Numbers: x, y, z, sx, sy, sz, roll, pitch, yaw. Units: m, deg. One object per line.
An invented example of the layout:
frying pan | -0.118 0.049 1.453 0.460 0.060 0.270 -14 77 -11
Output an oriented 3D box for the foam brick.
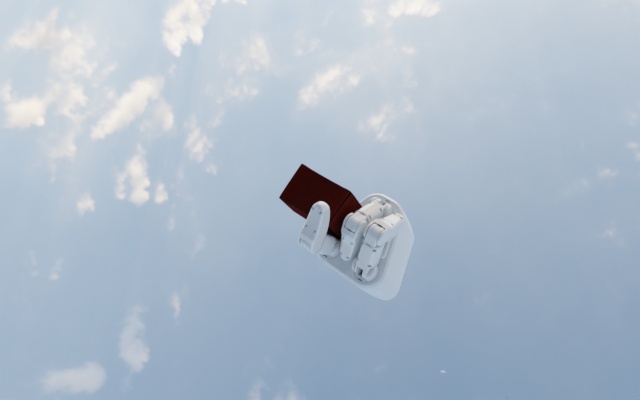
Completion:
foam brick | 0.000 0.002 0.578 0.078 0.053 0.051 32 -7 29
